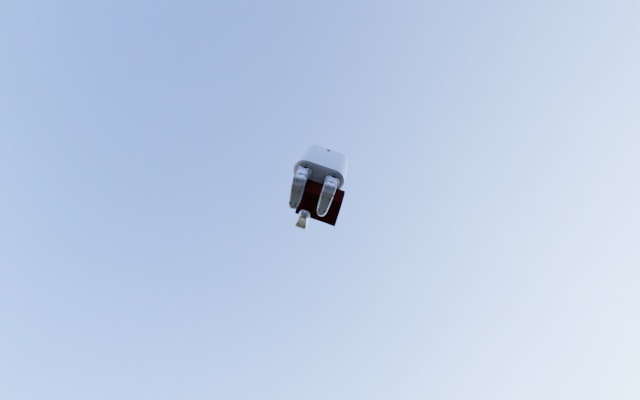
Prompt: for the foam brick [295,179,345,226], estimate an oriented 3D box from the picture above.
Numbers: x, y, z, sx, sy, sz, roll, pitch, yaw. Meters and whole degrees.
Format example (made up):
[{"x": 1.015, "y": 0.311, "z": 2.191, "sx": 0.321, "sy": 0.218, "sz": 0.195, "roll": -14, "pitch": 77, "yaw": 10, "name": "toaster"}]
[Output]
[{"x": 0.000, "y": 0.003, "z": 0.875, "sx": 0.078, "sy": 0.053, "sz": 0.051, "roll": 19, "pitch": 27, "yaw": 1, "name": "foam brick"}]
